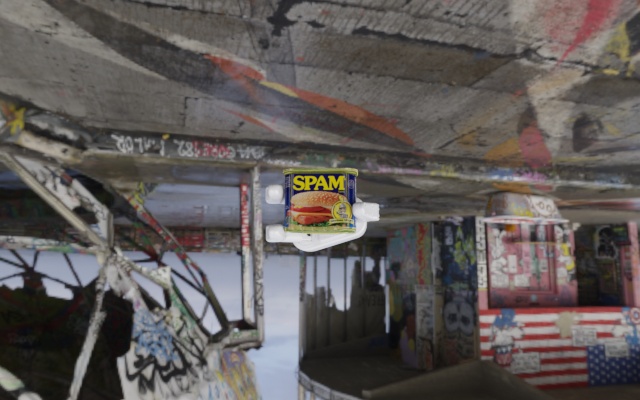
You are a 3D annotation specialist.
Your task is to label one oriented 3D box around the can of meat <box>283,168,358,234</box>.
[{"bbox_3d":[0.000,0.002,0.649,0.102,0.084,0.057,0,-8,3],"label":"can of meat"}]
